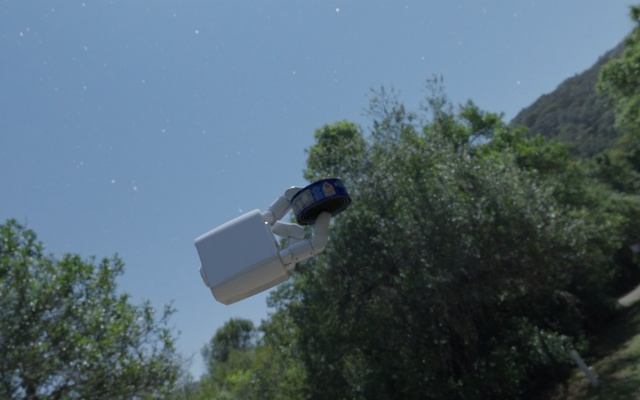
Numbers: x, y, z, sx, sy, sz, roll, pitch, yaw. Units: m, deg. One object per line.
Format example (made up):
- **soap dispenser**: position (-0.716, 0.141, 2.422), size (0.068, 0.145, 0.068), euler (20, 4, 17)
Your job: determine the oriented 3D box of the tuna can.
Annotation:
- **tuna can**: position (0.000, 0.002, 0.698), size (0.086, 0.033, 0.086), euler (-21, -19, -8)
